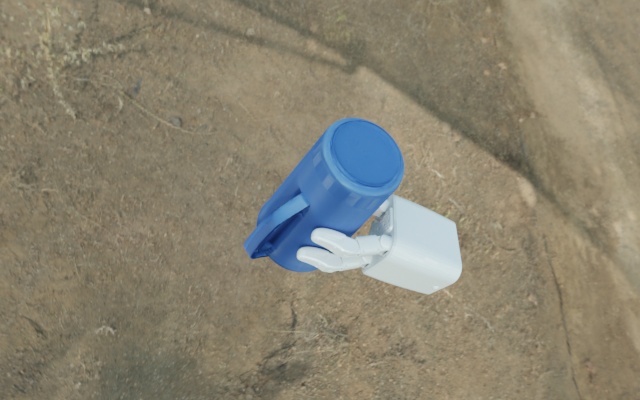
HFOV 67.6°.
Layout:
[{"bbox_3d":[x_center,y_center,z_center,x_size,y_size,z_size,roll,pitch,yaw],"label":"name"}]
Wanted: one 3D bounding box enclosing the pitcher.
[{"bbox_3d":[0.000,0.002,0.641,0.145,0.149,0.243,21,-33,-13],"label":"pitcher"}]
